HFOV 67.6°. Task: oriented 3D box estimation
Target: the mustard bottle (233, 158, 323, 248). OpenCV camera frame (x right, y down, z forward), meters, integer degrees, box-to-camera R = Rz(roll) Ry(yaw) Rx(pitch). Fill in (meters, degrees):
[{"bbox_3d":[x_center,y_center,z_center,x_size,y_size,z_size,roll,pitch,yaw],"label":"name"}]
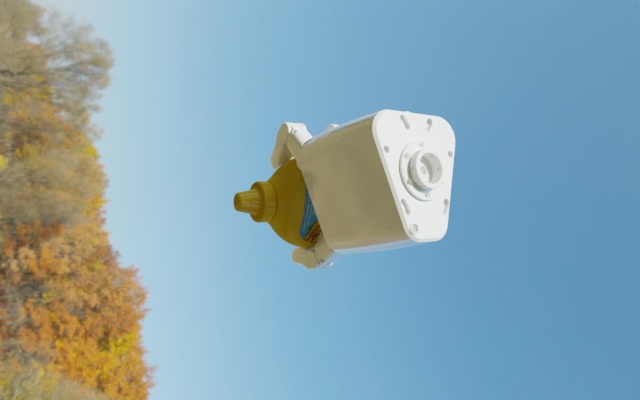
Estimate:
[{"bbox_3d":[0.000,0.002,0.508,0.191,0.096,0.058,0,16,-34],"label":"mustard bottle"}]
